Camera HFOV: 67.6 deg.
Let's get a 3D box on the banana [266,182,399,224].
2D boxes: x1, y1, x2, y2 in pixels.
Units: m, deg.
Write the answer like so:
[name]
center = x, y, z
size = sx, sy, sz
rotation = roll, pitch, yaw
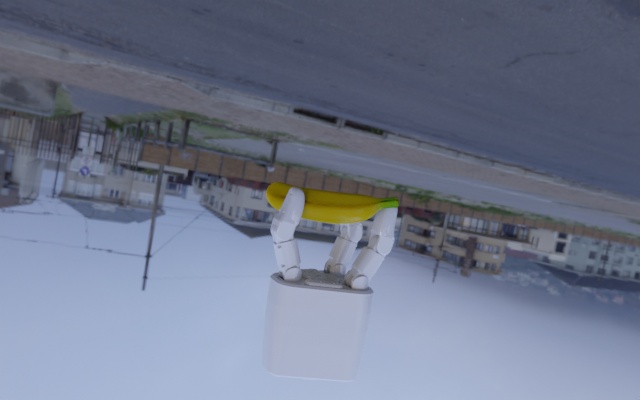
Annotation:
[banana]
center = -0.009, 0.002, 0.567
size = 0.198, 0.037, 0.069
rotation = 9, 6, 39
